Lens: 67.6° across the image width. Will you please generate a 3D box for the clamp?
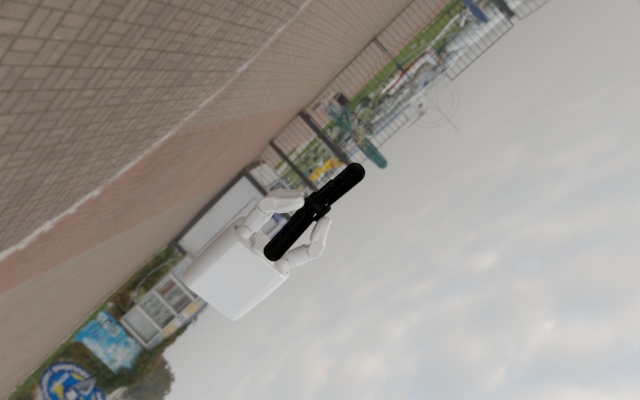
[{"bbox_3d":[0.001,0.003,0.674,0.164,0.036,0.210,-43,3,10],"label":"clamp"}]
